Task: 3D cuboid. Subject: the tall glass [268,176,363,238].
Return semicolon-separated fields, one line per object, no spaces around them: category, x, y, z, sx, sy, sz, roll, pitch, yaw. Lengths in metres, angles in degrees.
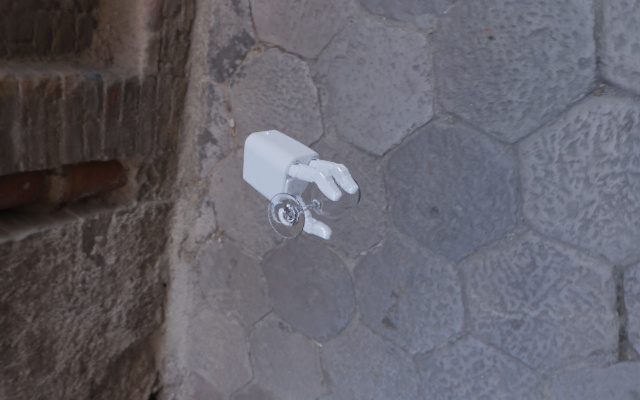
tall glass;0.000;0.003;0.835;0.079;0.079;0.201;0;12;35
